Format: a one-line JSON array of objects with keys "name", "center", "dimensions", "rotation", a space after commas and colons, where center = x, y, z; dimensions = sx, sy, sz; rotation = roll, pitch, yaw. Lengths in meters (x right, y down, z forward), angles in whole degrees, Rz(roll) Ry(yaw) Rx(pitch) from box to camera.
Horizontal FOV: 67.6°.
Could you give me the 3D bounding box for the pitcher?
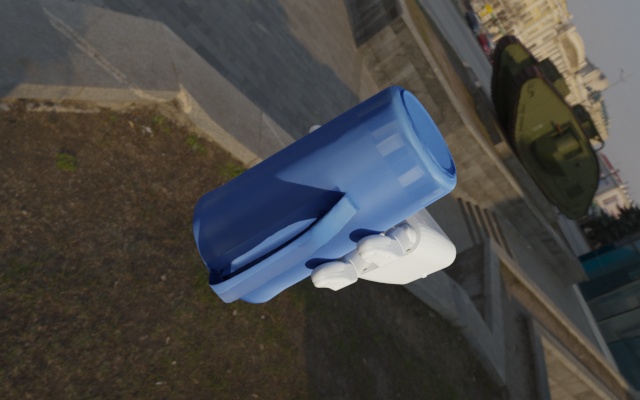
[{"name": "pitcher", "center": [0.000, 0.002, 0.461], "dimensions": [0.243, 0.149, 0.145], "rotation": [-31, -30, 25]}]
